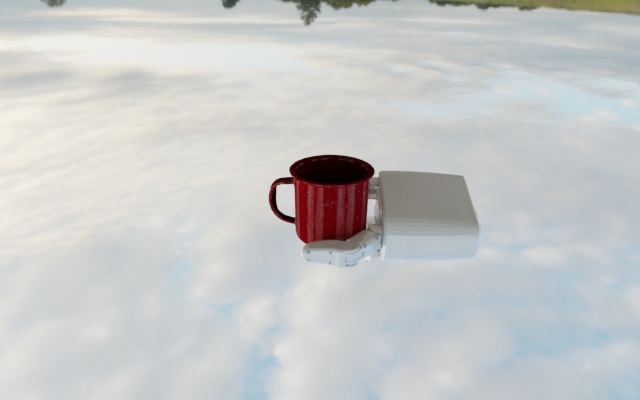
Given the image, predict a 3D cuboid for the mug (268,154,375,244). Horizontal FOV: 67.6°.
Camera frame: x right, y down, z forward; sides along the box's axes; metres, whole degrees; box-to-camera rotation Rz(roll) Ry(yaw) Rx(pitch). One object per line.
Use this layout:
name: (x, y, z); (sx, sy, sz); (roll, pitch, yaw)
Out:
mug: (-0.001, 0.002, 0.535); (0.117, 0.081, 0.093); (1, 25, 1)
